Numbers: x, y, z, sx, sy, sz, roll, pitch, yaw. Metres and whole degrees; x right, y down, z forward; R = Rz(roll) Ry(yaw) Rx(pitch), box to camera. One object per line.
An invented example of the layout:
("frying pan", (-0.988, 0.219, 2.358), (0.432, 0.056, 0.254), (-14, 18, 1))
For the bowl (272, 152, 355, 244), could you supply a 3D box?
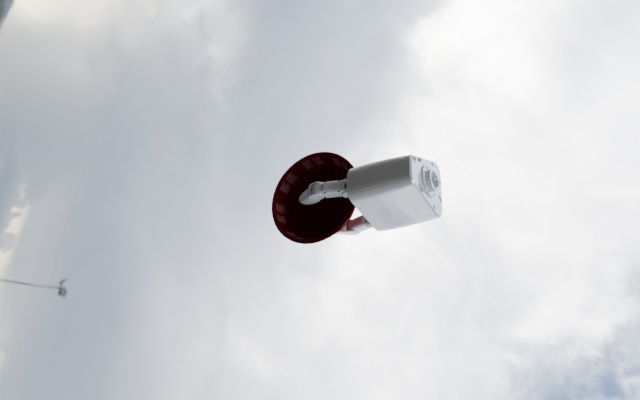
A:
("bowl", (-0.001, 0.003, 0.796), (0.162, 0.162, 0.055), (0, -22, 30))
